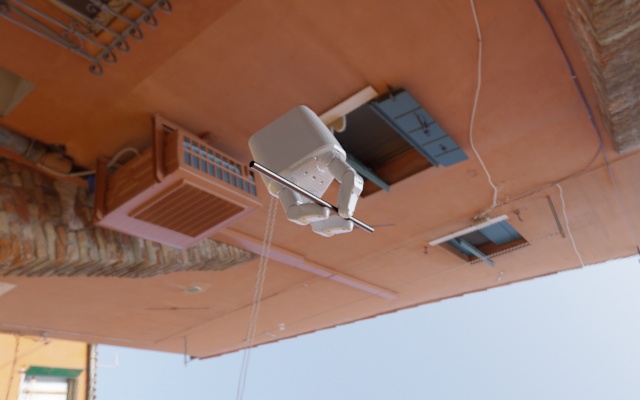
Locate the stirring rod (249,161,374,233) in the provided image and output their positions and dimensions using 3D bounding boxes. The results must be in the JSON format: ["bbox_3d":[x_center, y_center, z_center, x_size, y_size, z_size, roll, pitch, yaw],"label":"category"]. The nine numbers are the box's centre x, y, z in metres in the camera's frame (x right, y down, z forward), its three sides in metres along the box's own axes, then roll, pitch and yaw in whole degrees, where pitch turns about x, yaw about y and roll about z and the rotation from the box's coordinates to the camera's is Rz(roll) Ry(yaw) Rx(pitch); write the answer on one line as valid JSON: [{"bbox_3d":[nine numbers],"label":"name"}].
[{"bbox_3d":[0.000,0.002,0.585,0.011,0.011,0.240,0,-19,39],"label":"stirring rod"}]
